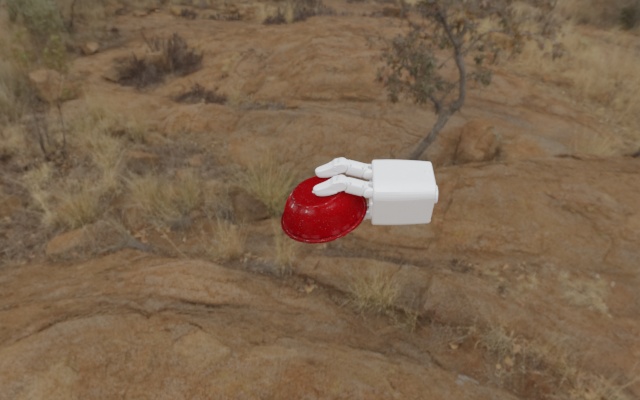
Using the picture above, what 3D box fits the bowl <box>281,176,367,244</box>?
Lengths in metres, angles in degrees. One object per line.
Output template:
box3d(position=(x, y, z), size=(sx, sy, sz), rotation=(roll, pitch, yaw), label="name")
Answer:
box3d(position=(-0.001, 0.003, 0.855), size=(0.162, 0.055, 0.162), rotation=(-11, 37, 8), label="bowl")
